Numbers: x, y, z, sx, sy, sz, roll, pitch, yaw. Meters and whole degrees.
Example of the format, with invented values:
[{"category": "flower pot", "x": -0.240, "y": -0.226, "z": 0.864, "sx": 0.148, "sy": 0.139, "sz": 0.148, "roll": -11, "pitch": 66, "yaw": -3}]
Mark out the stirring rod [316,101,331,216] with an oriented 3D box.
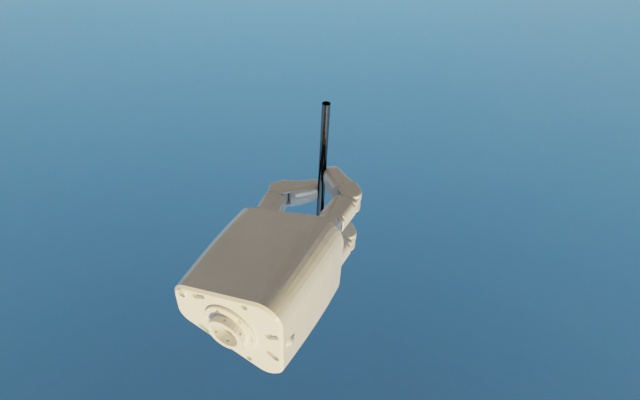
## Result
[{"category": "stirring rod", "x": 0.000, "y": 0.002, "z": 0.516, "sx": 0.011, "sy": 0.240, "sz": 0.011, "roll": 2, "pitch": 41, "yaw": -2}]
